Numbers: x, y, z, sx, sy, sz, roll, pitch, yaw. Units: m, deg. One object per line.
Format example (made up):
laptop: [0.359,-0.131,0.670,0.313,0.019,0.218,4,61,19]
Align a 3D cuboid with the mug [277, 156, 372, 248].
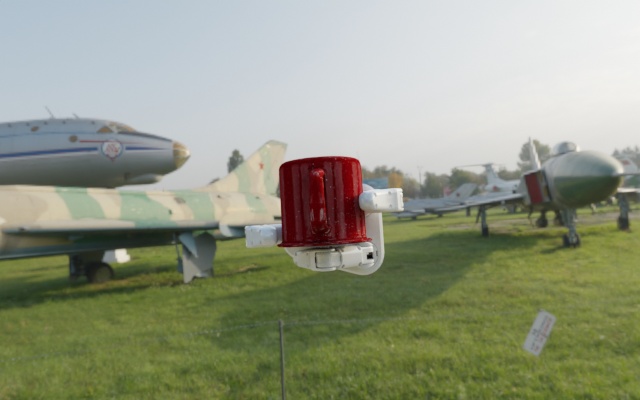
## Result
mug: [0.000,0.001,0.456,0.093,0.081,0.117,-4,-3,7]
